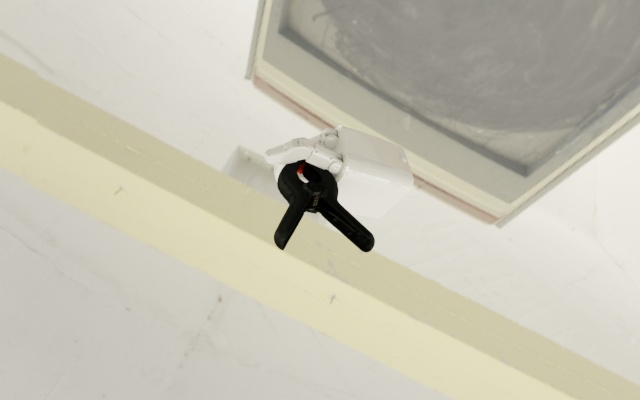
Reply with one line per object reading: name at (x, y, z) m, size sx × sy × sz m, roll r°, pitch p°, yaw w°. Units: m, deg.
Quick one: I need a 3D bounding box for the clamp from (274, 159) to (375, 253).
clamp at (0.000, 0.002, 0.589) m, size 0.120 × 0.039 × 0.171 m, roll 15°, pitch 40°, yaw -19°
